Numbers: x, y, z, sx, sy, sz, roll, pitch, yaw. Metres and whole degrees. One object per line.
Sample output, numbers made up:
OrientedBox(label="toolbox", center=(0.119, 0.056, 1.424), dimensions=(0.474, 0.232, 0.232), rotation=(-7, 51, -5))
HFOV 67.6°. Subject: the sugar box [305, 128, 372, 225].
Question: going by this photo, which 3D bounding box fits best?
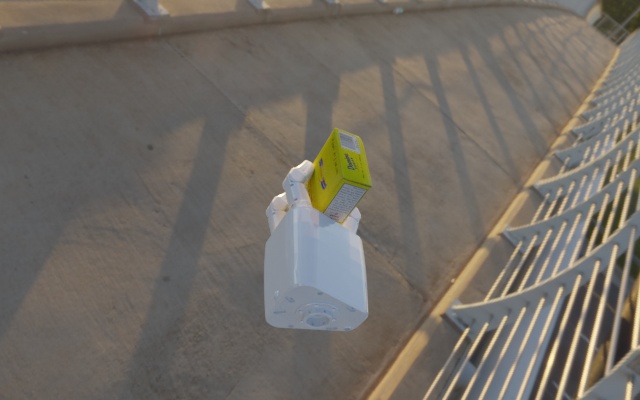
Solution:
OrientedBox(label="sugar box", center=(0.000, 0.002, 0.623), dimensions=(0.048, 0.093, 0.176), rotation=(17, -48, -23))
